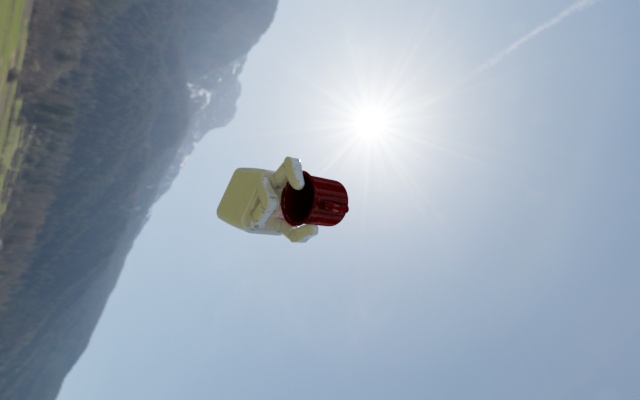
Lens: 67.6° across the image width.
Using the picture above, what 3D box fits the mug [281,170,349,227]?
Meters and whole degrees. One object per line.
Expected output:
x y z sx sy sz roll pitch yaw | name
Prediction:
0.001 0.003 0.795 0.081 0.093 0.117 9 3 -40 | mug
